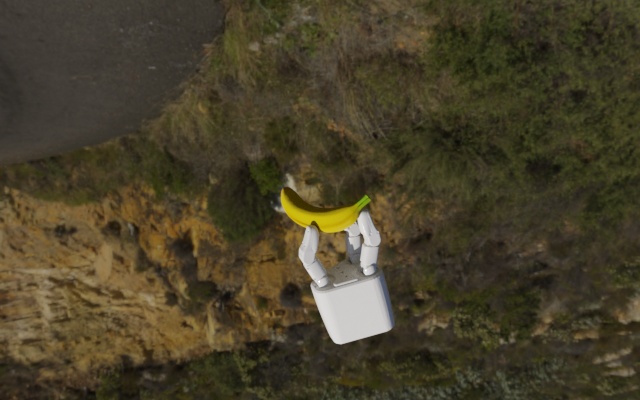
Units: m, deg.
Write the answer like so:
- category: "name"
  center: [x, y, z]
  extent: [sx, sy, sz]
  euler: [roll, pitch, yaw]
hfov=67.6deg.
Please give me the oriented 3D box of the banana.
- category: "banana"
  center: [-0.008, 0.016, 0.770]
  extent: [0.198, 0.069, 0.037]
  euler: [9, -39, 44]
